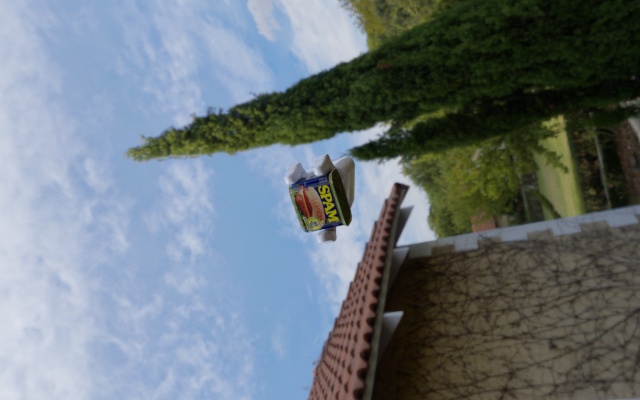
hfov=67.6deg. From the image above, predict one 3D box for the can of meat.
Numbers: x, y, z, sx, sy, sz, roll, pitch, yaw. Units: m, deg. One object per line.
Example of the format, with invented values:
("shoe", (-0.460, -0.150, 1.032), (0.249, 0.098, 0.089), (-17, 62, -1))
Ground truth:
("can of meat", (0.000, 0.003, 0.850), (0.084, 0.102, 0.057), (-13, 16, 19))
